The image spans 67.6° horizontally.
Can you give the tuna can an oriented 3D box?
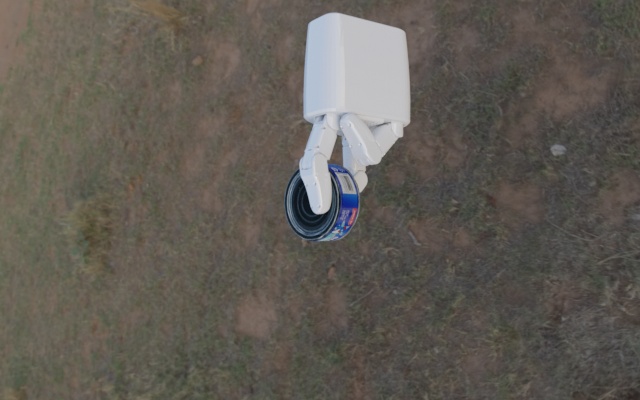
[{"bbox_3d":[0.000,0.002,0.518,0.086,0.086,0.034,0,-2,44],"label":"tuna can"}]
